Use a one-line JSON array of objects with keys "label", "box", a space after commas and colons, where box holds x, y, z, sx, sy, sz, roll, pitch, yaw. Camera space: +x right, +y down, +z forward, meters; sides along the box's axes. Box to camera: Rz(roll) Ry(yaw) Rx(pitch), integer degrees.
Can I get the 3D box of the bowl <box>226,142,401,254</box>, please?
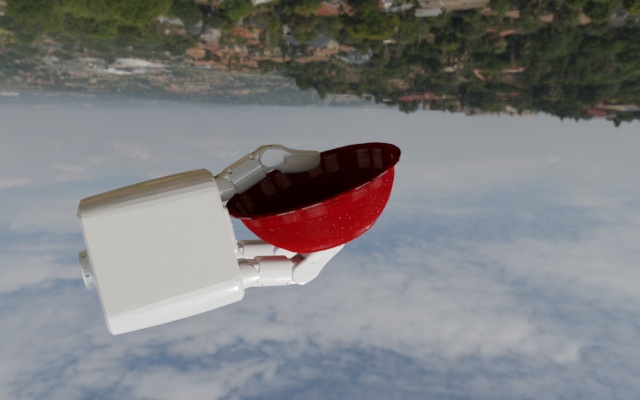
[{"label": "bowl", "box": [0.001, 0.001, 0.430, 0.162, 0.055, 0.162, -18, 18, 6]}]
